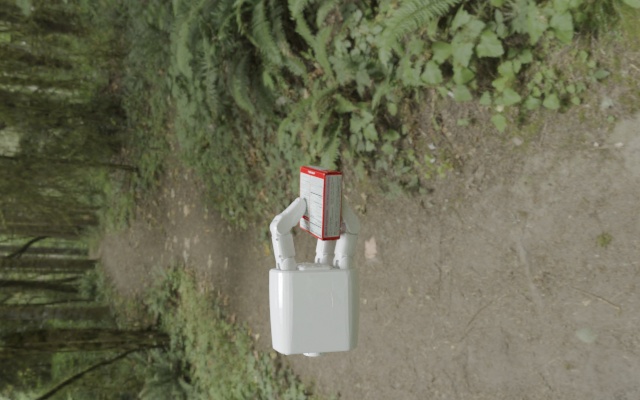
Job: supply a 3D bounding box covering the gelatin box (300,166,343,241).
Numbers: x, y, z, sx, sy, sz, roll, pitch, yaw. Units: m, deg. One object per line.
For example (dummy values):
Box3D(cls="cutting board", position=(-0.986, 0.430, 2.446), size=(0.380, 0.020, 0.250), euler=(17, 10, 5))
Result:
Box3D(cls="gelatin box", position=(0.000, 0.002, 0.630), size=(0.030, 0.089, 0.073), euler=(-4, 12, -26))
